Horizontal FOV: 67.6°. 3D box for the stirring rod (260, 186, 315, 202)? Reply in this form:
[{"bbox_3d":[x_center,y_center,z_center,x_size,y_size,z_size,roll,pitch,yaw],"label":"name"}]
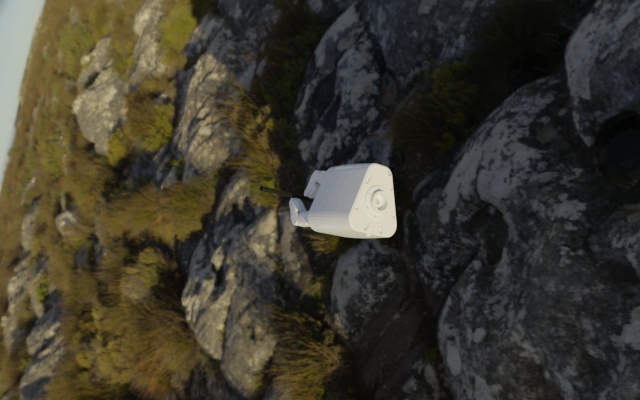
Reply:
[{"bbox_3d":[0.000,0.003,0.854,0.239,0.011,0.011,13,-7,-33],"label":"stirring rod"}]
